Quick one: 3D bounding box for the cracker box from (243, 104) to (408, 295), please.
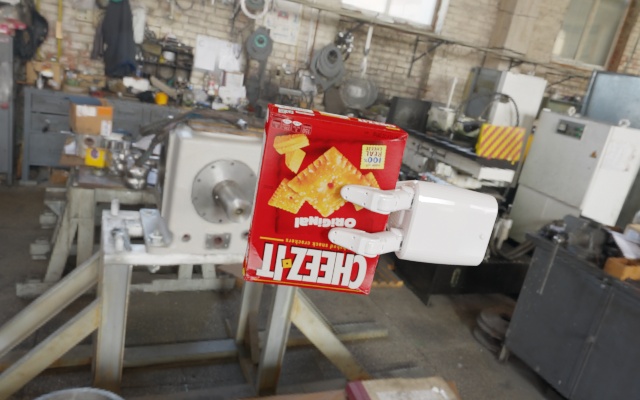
[{"bbox_3d":[0.000,0.002,0.590,0.164,0.214,0.072,8,17,-9],"label":"cracker box"}]
